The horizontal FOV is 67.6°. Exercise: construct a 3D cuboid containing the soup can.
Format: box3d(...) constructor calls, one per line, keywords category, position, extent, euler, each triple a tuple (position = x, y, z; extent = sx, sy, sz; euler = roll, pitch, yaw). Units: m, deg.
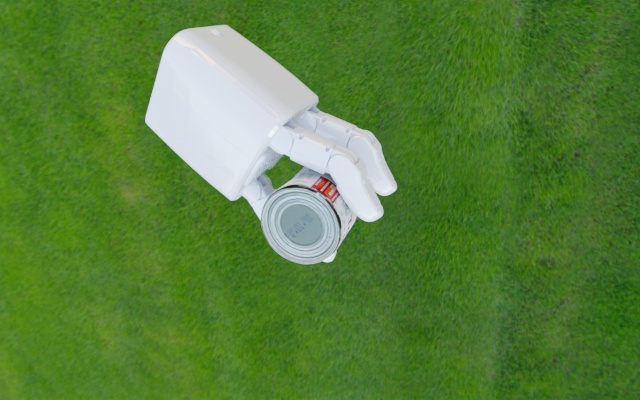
box3d(category="soup can", position=(0.000, 0.002, 0.407), extent=(0.068, 0.068, 0.102), euler=(0, 22, 20))
